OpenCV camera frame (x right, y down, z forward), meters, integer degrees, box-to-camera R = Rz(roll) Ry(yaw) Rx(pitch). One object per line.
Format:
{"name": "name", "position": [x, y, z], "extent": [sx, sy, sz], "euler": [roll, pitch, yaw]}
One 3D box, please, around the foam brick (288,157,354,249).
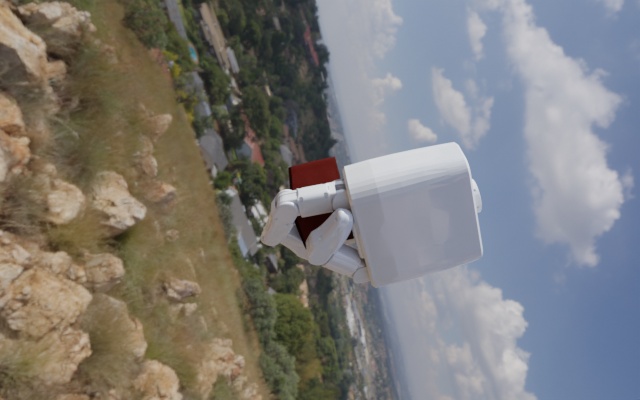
{"name": "foam brick", "position": [0.000, 0.001, 0.485], "extent": [0.051, 0.053, 0.078], "euler": [-15, 39, 5]}
